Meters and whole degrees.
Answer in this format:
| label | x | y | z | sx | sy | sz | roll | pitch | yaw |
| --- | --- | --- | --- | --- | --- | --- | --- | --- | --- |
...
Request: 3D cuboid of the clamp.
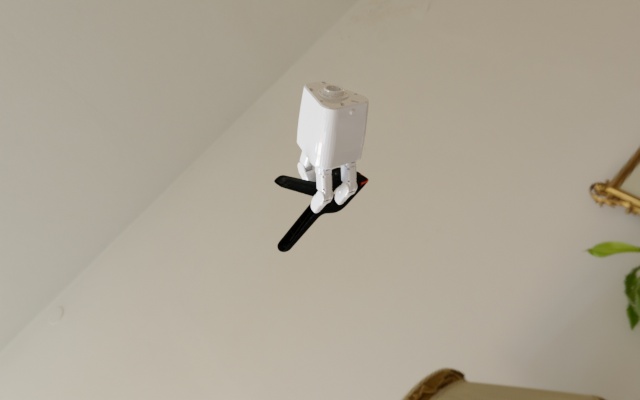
| label | x | y | z | sx | sy | sz | roll | pitch | yaw |
| --- | --- | --- | --- | --- | --- | --- | --- | --- | --- |
| clamp | 0.000 | 0.002 | 0.876 | 0.210 | 0.165 | 0.036 | -20 | 44 | -35 |
